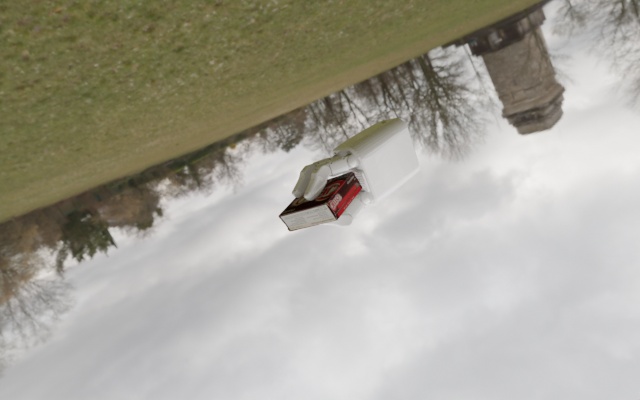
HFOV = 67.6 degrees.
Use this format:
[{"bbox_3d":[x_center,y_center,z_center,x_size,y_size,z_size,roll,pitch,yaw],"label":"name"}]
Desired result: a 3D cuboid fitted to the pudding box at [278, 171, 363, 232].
[{"bbox_3d":[0.000,0.003,0.764,0.113,0.039,0.090,-19,21,44],"label":"pudding box"}]
